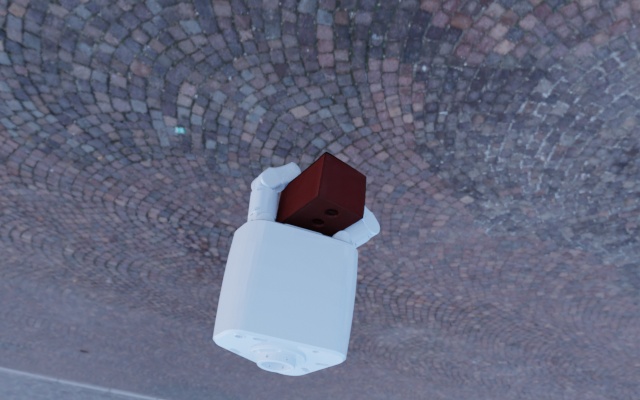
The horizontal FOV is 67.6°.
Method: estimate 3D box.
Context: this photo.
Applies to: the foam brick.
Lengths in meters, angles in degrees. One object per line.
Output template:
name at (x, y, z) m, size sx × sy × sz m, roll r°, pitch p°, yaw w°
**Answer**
foam brick at (0.000, 0.001, 0.462) m, size 0.053 × 0.051 × 0.078 m, roll 28°, pitch -40°, yaw -25°
